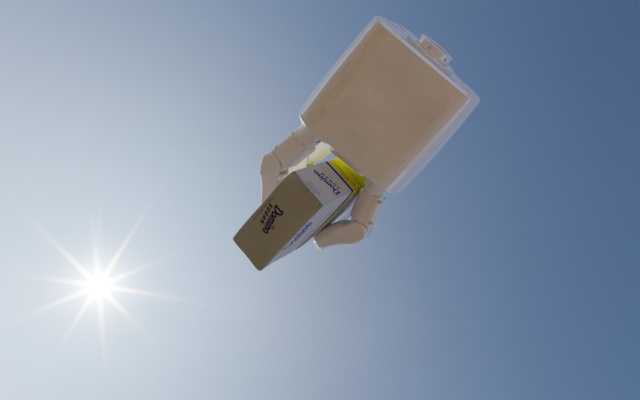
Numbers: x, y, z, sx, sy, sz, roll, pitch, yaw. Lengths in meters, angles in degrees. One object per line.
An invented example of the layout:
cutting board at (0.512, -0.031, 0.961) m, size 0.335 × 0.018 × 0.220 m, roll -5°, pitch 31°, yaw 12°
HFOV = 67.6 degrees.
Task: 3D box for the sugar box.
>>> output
sugar box at (0.000, 0.001, 0.471) m, size 0.093 × 0.048 × 0.176 m, roll -46°, pitch -13°, yaw 27°
